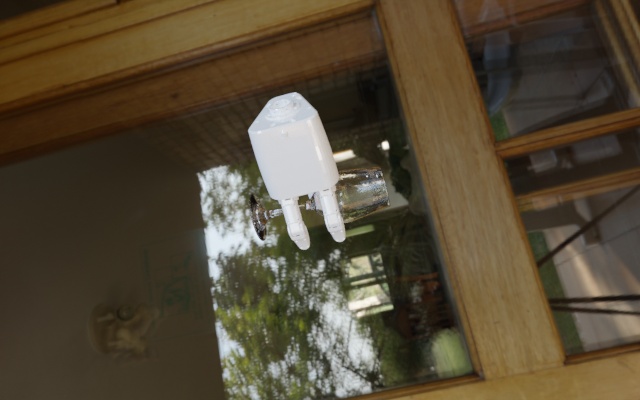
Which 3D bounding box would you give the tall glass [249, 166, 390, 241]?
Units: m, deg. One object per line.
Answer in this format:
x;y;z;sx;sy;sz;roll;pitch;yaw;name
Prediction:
-0.001;0.003;0.717;0.201;0.079;0.079;-13;-2;7;tall glass
